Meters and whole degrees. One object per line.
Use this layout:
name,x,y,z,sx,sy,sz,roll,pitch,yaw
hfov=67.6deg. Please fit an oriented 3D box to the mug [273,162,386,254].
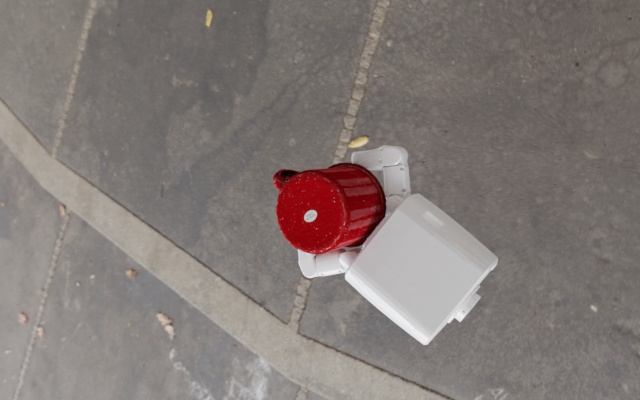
mug,-0.001,0.001,0.489,0.117,0.093,0.081,38,21,21
